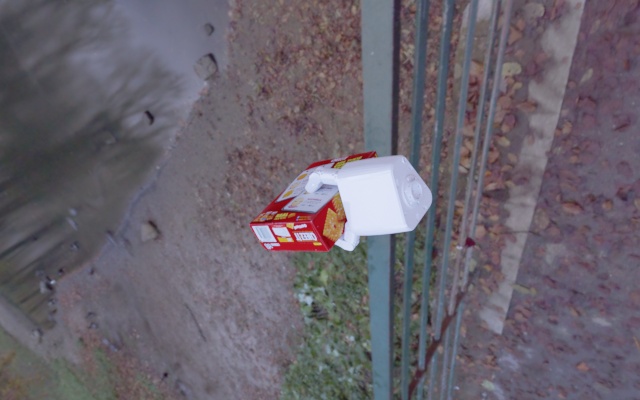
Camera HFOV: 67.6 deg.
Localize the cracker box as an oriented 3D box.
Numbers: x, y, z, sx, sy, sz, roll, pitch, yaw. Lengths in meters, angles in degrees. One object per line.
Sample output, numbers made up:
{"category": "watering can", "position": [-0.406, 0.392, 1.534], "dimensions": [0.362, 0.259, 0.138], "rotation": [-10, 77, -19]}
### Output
{"category": "cracker box", "position": [0.000, 0.003, 0.866], "dimensions": [0.164, 0.072, 0.213], "rotation": [-6, 31, 44]}
